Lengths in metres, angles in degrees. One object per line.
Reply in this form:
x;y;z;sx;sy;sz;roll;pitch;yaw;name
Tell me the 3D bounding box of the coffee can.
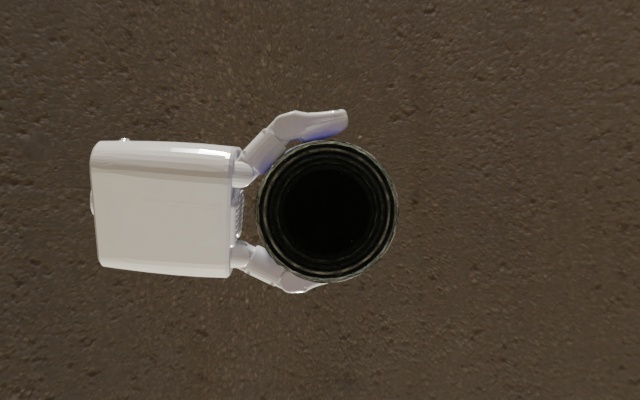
0.000;0.001;0.404;0.103;0.103;0.140;0;6;-4;coffee can
